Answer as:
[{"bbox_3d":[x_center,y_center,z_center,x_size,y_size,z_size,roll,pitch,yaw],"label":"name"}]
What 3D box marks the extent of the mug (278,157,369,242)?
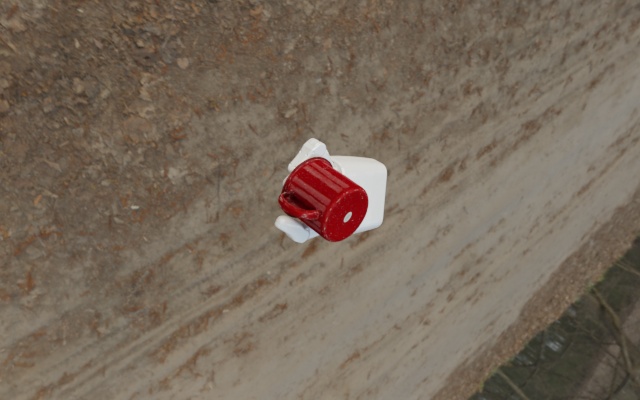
[{"bbox_3d":[-0.001,0.002,0.616,0.117,0.093,0.081,-6,32,-44],"label":"mug"}]
